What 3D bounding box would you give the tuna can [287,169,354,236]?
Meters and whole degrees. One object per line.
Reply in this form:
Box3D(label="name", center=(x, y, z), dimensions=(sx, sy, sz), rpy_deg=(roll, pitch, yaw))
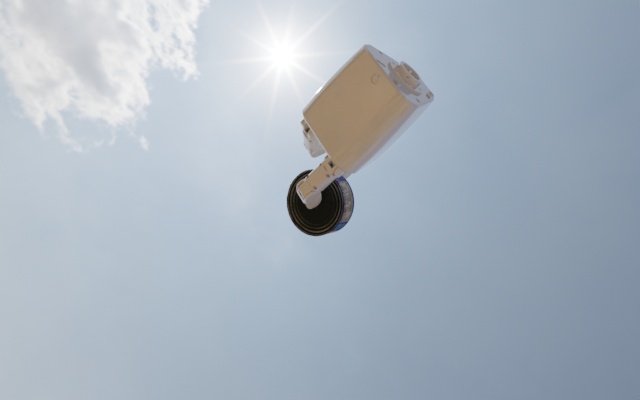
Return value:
Box3D(label="tuna can", center=(0.000, 0.002, 0.619), dimensions=(0.086, 0.086, 0.034), rpy_deg=(0, 4, 33))
